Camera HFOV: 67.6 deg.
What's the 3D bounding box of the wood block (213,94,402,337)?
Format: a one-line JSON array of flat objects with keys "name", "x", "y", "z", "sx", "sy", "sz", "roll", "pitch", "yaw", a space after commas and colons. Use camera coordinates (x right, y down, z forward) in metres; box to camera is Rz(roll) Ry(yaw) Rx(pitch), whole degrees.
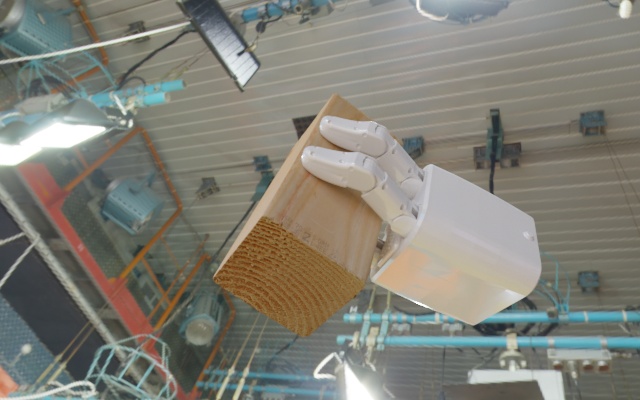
[{"name": "wood block", "x": 0.000, "y": 0.002, "z": 0.427, "sx": 0.090, "sy": 0.091, "sz": 0.206, "roll": 34, "pitch": 37, "yaw": -8}]
